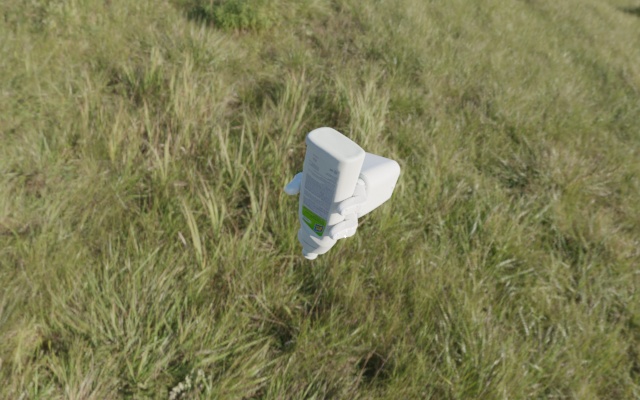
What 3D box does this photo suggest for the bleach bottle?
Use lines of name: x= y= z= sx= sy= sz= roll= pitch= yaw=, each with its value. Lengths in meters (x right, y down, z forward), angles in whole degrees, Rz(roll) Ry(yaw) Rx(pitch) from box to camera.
bleach bottle: x=0.000 y=0.003 z=0.852 sx=0.102 sy=0.251 sz=0.068 roll=37 pitch=42 yaw=25
